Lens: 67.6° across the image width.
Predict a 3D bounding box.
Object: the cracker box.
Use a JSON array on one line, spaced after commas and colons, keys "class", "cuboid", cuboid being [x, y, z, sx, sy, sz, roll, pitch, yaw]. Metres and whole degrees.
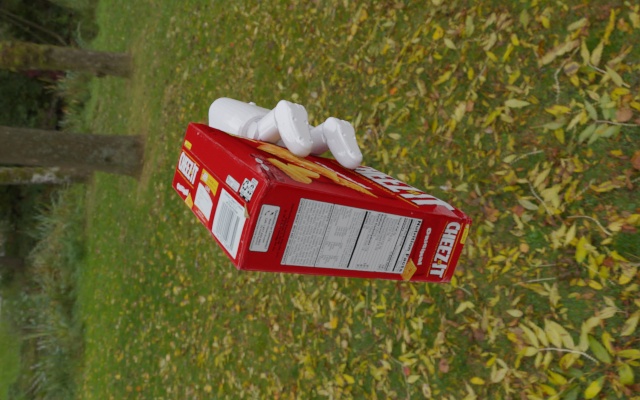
[{"class": "cracker box", "cuboid": [0.000, 0.002, 0.422, 0.214, 0.072, 0.164, 10, 15, -35]}]
